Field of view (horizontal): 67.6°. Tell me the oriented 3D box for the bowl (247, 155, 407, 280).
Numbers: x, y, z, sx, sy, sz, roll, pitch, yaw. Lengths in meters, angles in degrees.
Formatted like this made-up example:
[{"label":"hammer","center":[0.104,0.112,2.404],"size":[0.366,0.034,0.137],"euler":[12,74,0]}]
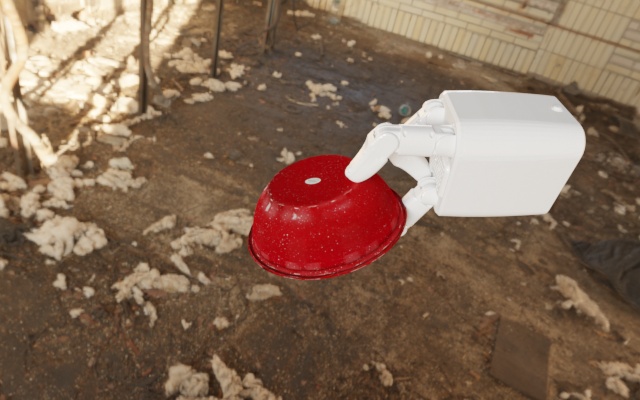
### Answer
[{"label":"bowl","center":[-0.001,0.002,0.463],"size":[0.162,0.055,0.162],"euler":[-10,33,7]}]
